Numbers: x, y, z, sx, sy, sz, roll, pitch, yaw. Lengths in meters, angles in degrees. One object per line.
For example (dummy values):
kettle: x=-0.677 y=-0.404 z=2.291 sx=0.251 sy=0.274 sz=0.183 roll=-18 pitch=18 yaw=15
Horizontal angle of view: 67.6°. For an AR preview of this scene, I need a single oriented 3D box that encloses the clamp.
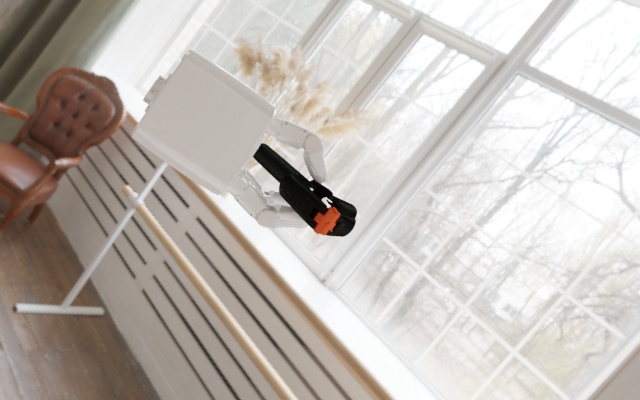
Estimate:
clamp: x=0.000 y=0.001 z=0.555 sx=0.164 sy=0.036 sz=0.210 roll=33 pitch=7 yaw=-21
